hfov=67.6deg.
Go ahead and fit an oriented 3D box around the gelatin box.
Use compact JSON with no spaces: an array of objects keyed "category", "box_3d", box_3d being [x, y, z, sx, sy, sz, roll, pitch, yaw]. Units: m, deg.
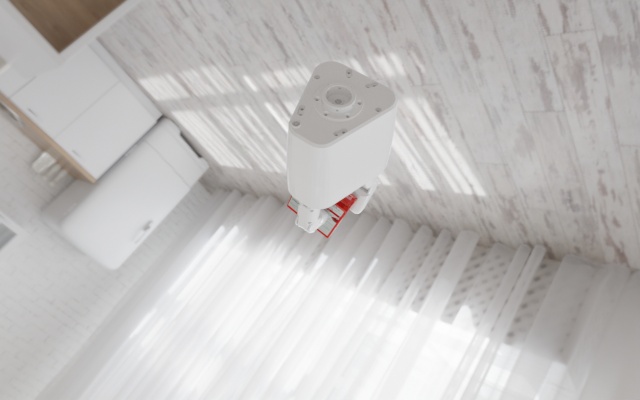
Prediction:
[{"category":"gelatin box","box_3d":[0.000,0.002,0.620,0.073,0.030,0.089,37,-30,5]}]
